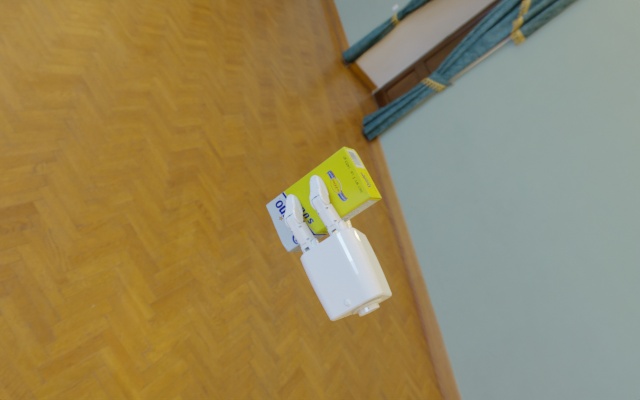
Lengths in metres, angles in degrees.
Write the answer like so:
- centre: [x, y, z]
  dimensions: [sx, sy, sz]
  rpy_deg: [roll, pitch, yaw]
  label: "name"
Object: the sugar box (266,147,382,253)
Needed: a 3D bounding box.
- centre: [0.000, 0.003, 0.756]
  dimensions: [0.176, 0.093, 0.048]
  rpy_deg: [-35, -20, 25]
  label: "sugar box"
